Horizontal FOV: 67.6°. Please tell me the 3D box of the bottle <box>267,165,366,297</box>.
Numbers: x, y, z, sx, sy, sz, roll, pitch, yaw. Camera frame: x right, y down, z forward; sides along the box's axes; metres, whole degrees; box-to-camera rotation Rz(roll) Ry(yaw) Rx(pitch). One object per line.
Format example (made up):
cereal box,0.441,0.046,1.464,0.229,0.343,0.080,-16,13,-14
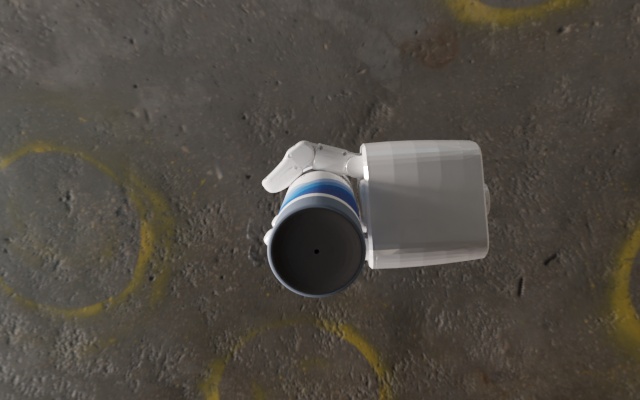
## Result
bottle,0.000,0.002,0.462,0.069,0.069,0.295,0,13,1
